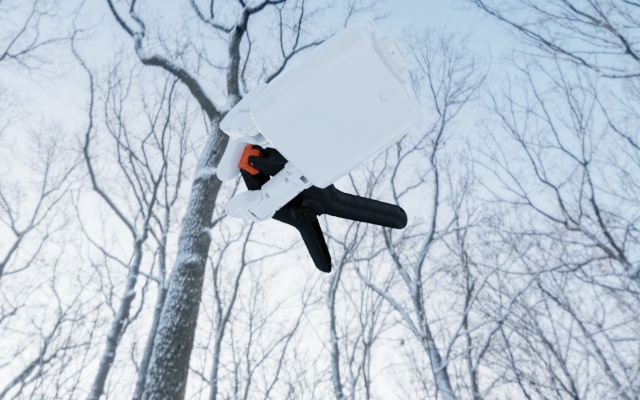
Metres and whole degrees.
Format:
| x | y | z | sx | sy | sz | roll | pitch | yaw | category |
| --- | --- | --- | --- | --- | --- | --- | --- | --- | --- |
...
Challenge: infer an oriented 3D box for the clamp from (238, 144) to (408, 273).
| x | y | z | sx | sy | sz | roll | pitch | yaw | category |
| --- | --- | --- | --- | --- | --- | --- | --- | --- | --- |
| 0.000 | 0.001 | 0.464 | 0.120 | 0.039 | 0.171 | -31 | -55 | 22 | clamp |
